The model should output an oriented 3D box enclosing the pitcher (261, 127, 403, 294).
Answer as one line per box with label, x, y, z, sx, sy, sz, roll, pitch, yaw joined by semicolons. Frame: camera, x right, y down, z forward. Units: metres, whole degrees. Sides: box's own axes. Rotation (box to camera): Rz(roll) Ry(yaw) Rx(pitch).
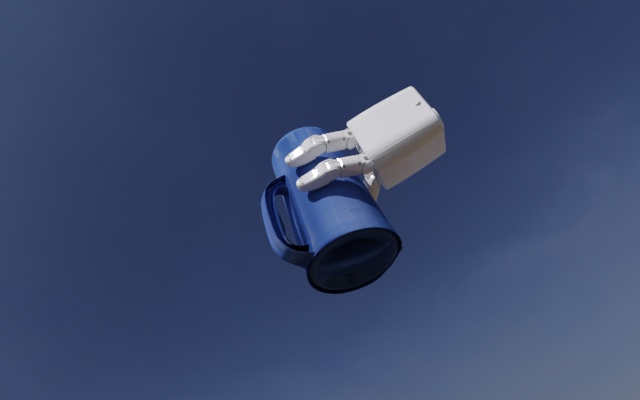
pitcher;0.000;0.002;0.689;0.145;0.242;0.149;-31;-41;6
